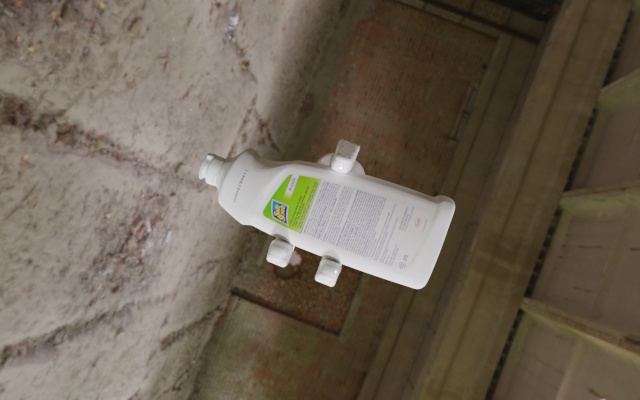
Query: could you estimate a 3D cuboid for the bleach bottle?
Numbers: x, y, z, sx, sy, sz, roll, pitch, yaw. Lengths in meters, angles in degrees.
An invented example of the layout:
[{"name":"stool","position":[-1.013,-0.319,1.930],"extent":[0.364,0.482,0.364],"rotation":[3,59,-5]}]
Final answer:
[{"name":"bleach bottle","position":[0.000,0.002,0.491],"extent":[0.251,0.102,0.068],"rotation":[21,-5,2]}]
